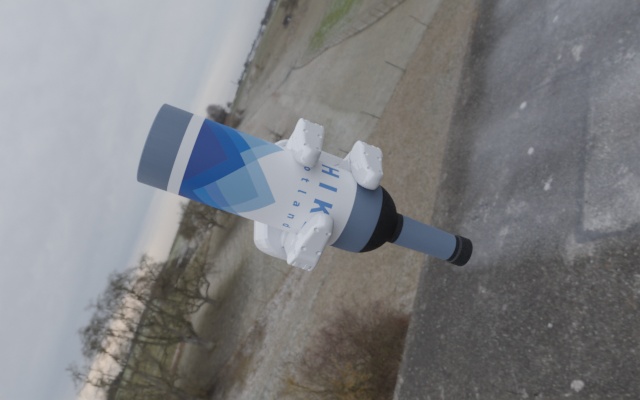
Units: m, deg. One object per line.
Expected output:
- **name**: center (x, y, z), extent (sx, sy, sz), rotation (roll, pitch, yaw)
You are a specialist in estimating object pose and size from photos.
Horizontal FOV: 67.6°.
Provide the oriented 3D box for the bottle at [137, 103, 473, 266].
- **bottle**: center (0.000, 0.001, 0.414), extent (0.296, 0.069, 0.069), rotation (19, -5, -13)
